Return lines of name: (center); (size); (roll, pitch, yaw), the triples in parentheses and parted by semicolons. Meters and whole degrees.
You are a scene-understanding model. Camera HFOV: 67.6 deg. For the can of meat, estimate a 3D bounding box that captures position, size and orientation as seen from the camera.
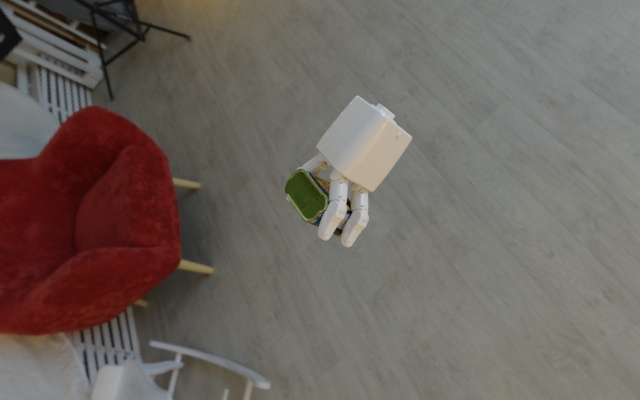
can of meat: (0.000, 0.002, 0.755); (0.084, 0.057, 0.102); (25, 21, -48)
